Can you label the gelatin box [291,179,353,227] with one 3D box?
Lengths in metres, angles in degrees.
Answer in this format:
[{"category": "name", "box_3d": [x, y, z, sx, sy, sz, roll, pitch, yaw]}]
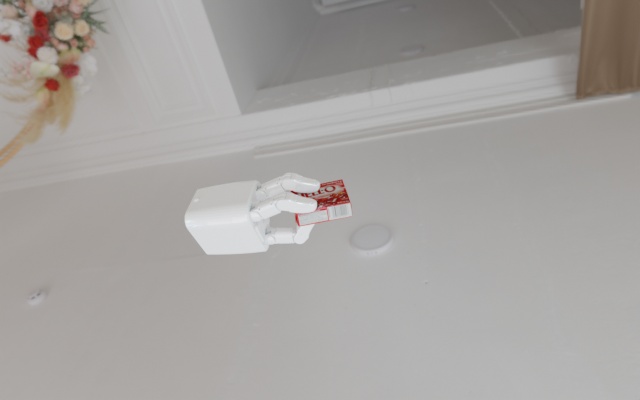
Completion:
[{"category": "gelatin box", "box_3d": [0.001, 0.003, 0.758, 0.089, 0.030, 0.073, -11, 33, -3]}]
